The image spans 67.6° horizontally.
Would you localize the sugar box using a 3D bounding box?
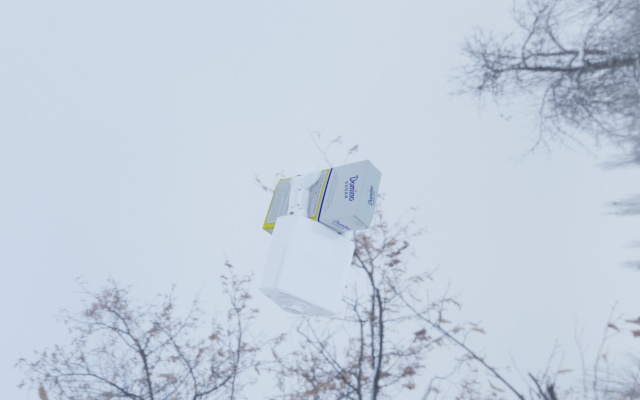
[{"bbox_3d":[0.000,0.003,0.700,0.176,0.093,0.048,-7,-34,38],"label":"sugar box"}]
